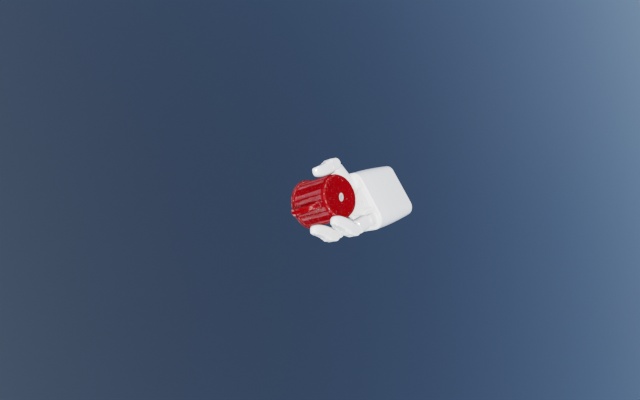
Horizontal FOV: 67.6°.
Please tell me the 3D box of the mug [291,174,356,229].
[{"bbox_3d":[-0.001,0.003,0.847,0.117,0.093,0.081,-19,2,-43],"label":"mug"}]
